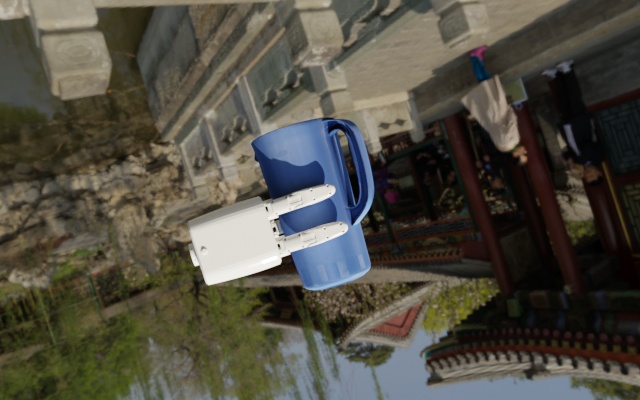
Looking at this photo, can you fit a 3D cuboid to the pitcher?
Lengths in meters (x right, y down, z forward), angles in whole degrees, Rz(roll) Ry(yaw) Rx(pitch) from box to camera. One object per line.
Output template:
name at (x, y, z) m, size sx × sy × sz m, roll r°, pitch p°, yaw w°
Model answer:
pitcher at (0.000, 0.002, 0.716) m, size 0.145 × 0.243 × 0.149 m, roll -17°, pitch 0°, yaw -13°
